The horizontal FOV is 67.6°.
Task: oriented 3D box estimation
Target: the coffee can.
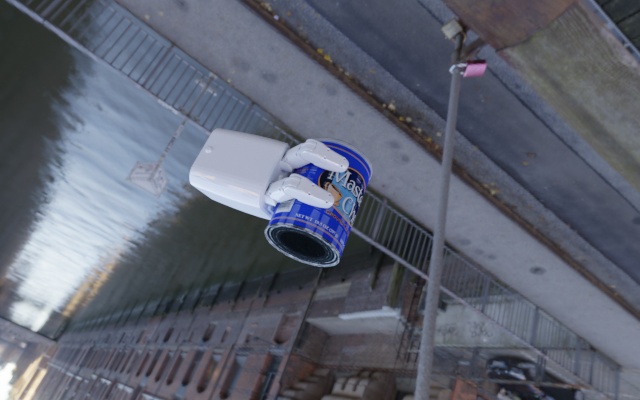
[{"bbox_3d":[0.000,0.002,0.635,0.103,0.140,0.103,18,-28,10],"label":"coffee can"}]
